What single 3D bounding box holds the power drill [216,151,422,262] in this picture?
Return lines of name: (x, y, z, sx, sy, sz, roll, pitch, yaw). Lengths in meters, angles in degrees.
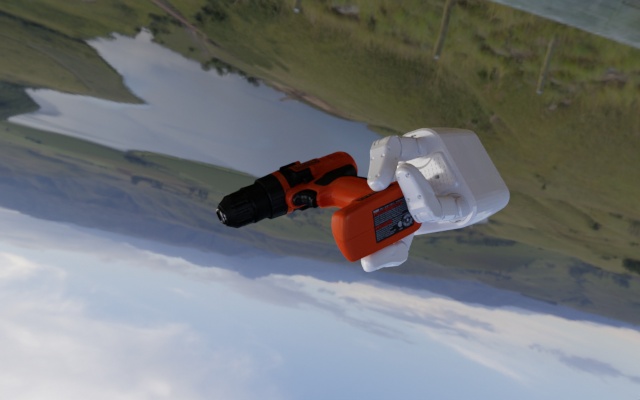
power drill: (0.001, 0.002, 0.514, 0.184, 0.057, 0.187, -24, 28, -26)
